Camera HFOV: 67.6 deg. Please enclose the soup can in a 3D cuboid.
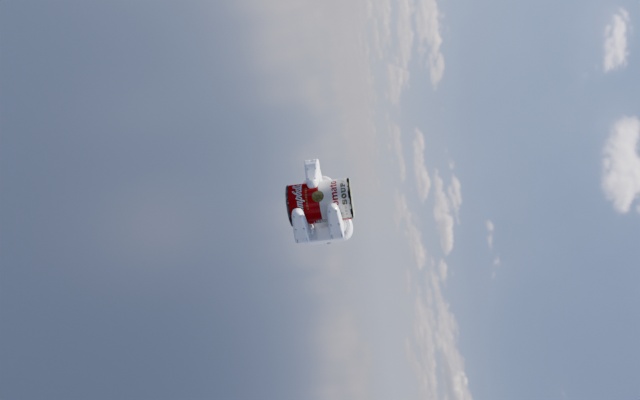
[{"bbox_3d":[0.000,0.002,0.766,0.102,0.068,0.068,-7,-1,5],"label":"soup can"}]
